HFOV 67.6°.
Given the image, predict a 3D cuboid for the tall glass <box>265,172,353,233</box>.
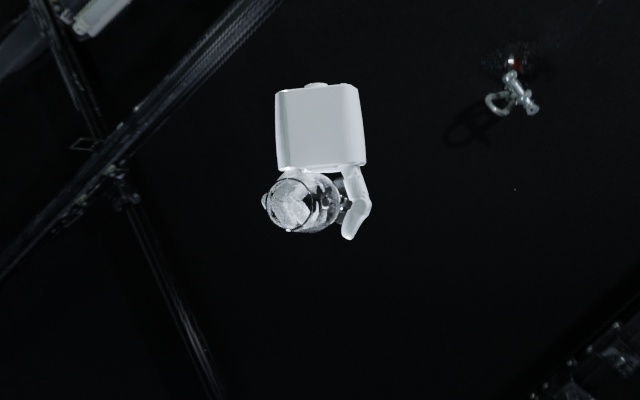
[{"bbox_3d":[0.000,0.002,0.645,0.079,0.079,0.201,0,1,22],"label":"tall glass"}]
